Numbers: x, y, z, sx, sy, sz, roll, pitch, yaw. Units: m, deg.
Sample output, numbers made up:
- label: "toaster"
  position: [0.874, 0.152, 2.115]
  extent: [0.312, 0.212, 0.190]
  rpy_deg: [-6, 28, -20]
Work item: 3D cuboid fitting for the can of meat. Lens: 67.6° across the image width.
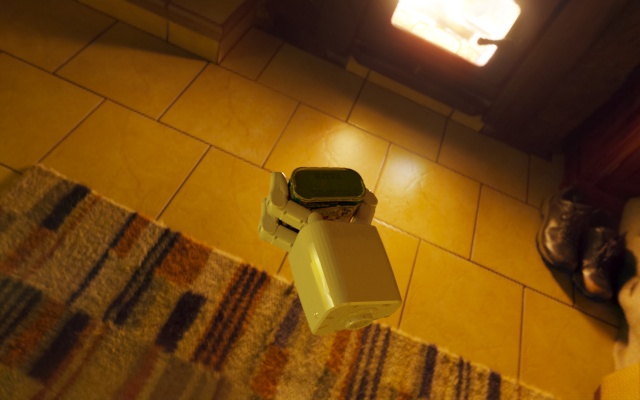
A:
- label: "can of meat"
  position: [0.000, 0.002, 0.620]
  extent: [0.102, 0.057, 0.084]
  rpy_deg: [-2, -34, -20]
